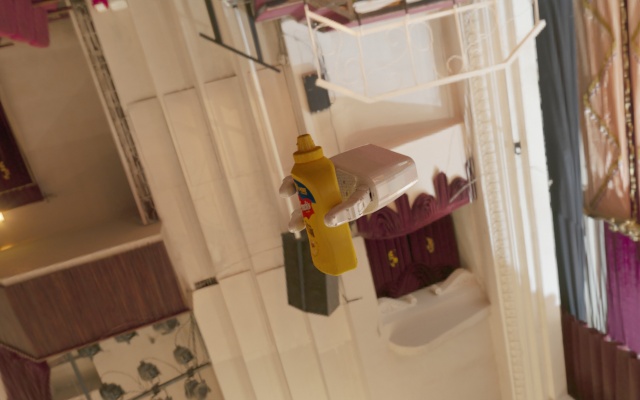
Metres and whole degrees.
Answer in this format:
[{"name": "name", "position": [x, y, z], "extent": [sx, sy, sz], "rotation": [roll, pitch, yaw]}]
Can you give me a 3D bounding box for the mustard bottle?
[{"name": "mustard bottle", "position": [0.000, 0.003, 0.662], "extent": [0.058, 0.192, 0.096], "rotation": [-18, 17, -14]}]
